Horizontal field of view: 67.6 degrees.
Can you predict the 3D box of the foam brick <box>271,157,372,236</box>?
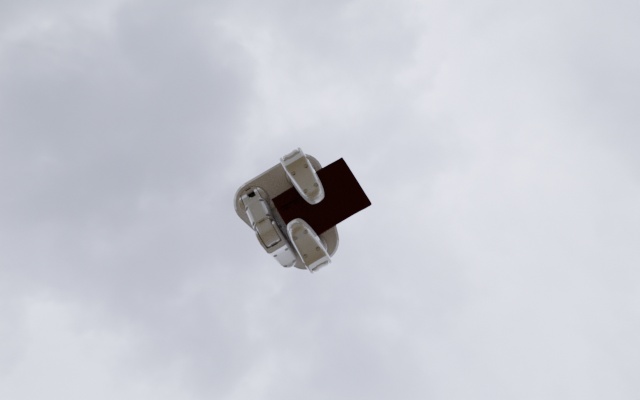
[{"bbox_3d":[0.000,0.001,0.452,0.078,0.053,0.051,-30,0,-1],"label":"foam brick"}]
